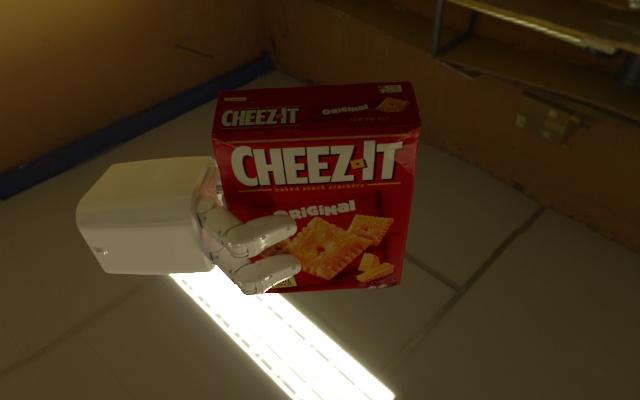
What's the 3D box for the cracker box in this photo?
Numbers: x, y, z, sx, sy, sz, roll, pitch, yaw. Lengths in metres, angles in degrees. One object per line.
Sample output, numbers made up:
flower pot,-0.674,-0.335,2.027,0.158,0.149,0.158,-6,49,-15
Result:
cracker box,0.000,0.001,0.451,0.164,0.072,0.214,-3,-44,0
